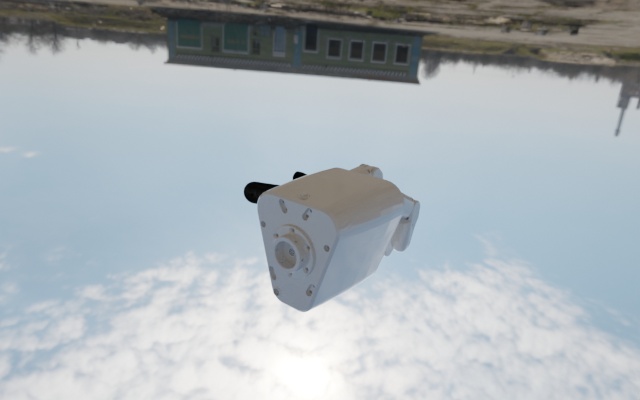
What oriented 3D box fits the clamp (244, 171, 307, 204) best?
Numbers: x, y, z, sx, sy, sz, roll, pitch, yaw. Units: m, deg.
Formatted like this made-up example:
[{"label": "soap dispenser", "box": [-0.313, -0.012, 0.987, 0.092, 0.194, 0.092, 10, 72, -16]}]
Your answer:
[{"label": "clamp", "box": [0.000, 0.002, 0.550, 0.171, 0.039, 0.120, 18, 24, 34]}]
